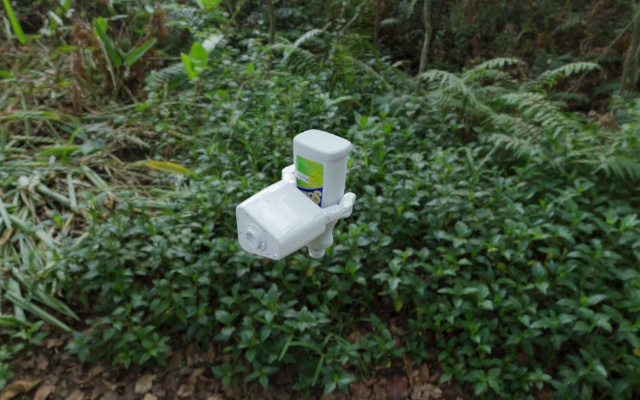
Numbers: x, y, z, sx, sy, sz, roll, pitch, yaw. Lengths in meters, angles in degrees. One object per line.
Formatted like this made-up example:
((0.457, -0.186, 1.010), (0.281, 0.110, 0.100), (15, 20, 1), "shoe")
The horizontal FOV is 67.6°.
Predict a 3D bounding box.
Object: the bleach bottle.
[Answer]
((0.000, 0.003, 0.878), (0.102, 0.251, 0.068), (26, 40, 34), "bleach bottle")
